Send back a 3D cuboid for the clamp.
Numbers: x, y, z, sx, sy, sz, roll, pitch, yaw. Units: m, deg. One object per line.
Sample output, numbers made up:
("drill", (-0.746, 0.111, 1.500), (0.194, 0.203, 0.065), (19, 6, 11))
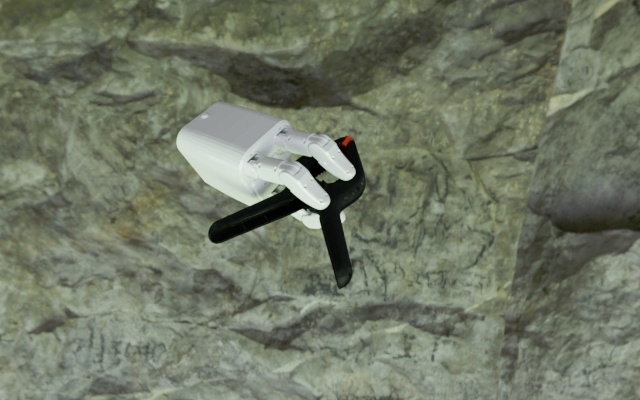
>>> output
("clamp", (0.000, 0.002, 0.540), (0.164, 0.036, 0.210), (23, 52, 24))
